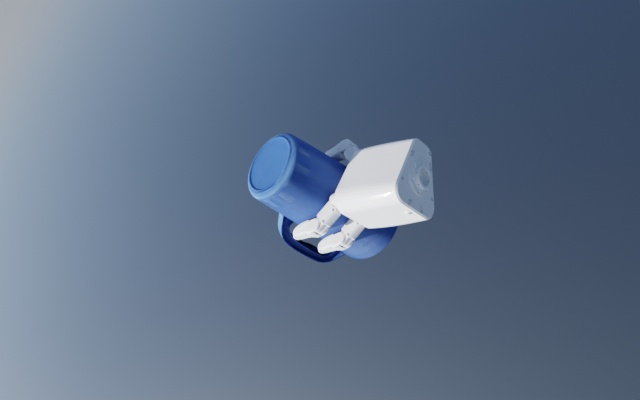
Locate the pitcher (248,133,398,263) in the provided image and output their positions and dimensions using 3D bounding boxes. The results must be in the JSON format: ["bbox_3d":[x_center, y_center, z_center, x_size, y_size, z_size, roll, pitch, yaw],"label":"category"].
[{"bbox_3d":[0.000,0.002,0.766,0.145,0.149,0.243,-9,-29,44],"label":"pitcher"}]
